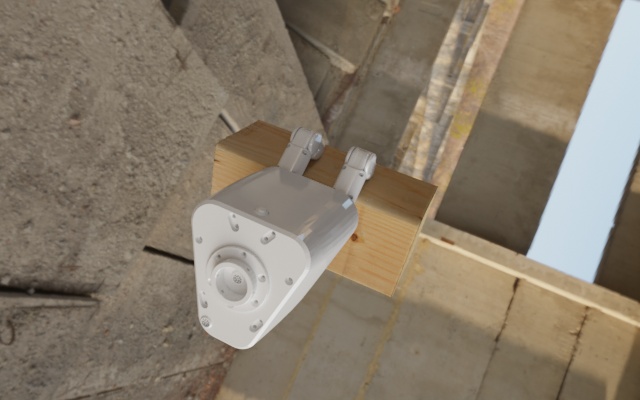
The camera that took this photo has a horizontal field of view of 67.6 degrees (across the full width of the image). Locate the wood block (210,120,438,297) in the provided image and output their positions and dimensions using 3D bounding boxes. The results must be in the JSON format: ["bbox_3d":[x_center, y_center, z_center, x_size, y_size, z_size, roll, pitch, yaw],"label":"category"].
[{"bbox_3d":[0.000,0.002,0.489,0.206,0.091,0.090,22,32,14],"label":"wood block"}]
